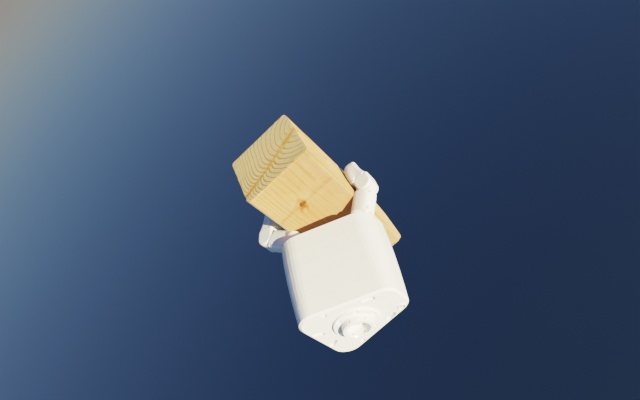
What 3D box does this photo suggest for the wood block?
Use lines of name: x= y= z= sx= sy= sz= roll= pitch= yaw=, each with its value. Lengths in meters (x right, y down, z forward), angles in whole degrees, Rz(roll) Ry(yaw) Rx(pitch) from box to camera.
wood block: x=0.000 y=0.002 z=0.606 sx=0.206 sy=0.091 sz=0.090 roll=41 pitch=12 yaw=-39
